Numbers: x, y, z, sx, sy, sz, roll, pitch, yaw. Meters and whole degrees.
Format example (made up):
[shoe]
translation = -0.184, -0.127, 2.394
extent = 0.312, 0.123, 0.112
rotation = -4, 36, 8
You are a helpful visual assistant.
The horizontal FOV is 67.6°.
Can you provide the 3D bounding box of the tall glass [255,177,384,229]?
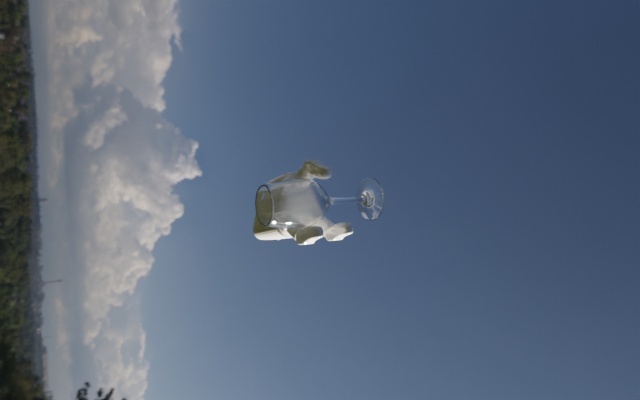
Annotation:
[tall glass]
translation = 0.001, 0.002, 0.759
extent = 0.201, 0.079, 0.079
rotation = -3, 2, -32
